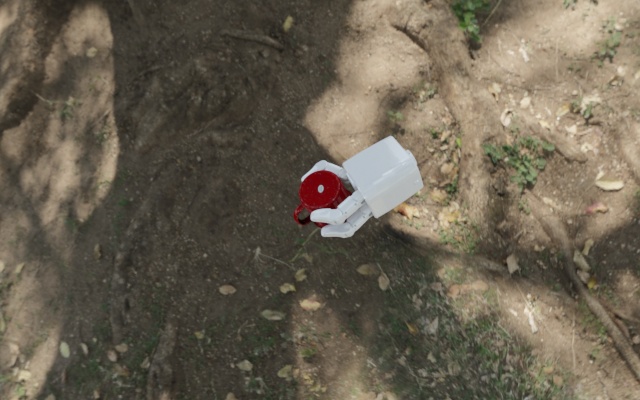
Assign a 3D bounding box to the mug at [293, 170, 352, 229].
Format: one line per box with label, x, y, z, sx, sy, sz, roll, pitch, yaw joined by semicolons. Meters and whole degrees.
mug;-0.001;0.004;0.885;0.117;0.093;0.081;-33;-34;1
